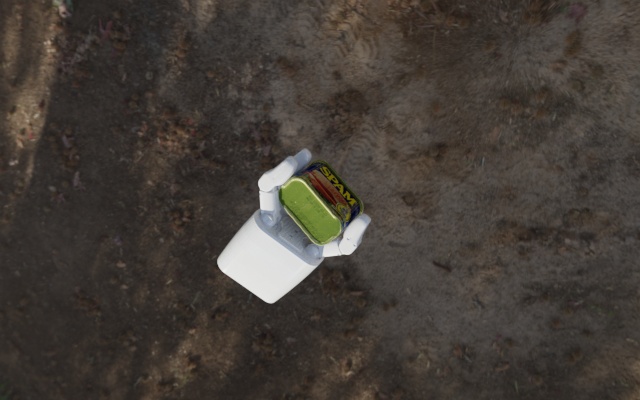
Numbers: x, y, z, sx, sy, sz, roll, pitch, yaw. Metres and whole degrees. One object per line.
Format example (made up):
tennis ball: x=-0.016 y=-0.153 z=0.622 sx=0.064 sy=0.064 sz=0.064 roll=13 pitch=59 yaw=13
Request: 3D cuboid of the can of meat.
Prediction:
can of meat: x=0.000 y=0.002 z=0.642 sx=0.057 sy=0.102 sz=0.084 roll=-42 pitch=-1 yaw=29
